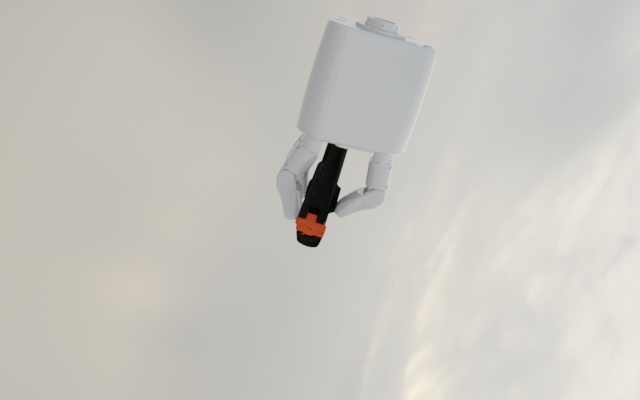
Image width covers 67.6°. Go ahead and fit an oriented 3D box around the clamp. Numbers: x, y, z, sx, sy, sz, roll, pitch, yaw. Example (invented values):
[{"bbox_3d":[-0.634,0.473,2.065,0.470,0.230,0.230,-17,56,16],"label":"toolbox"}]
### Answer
[{"bbox_3d":[0.001,0.002,0.536,0.036,0.165,0.210,16,26,2],"label":"clamp"}]
